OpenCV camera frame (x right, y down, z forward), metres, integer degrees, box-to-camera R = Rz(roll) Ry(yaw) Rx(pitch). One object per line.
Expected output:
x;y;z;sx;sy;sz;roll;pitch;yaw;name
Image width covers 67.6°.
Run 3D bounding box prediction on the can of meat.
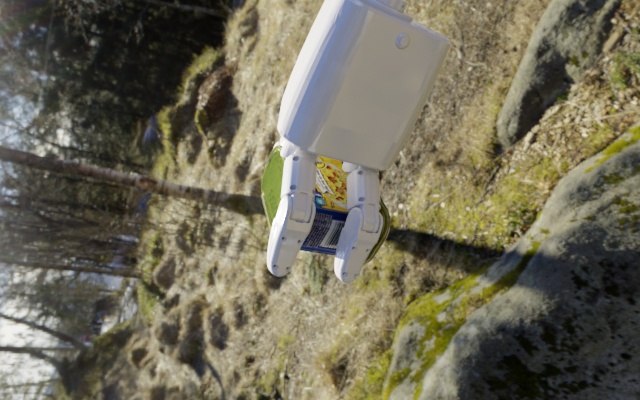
0.000;0.001;0.413;0.084;0.057;0.102;12;35;-27;can of meat
